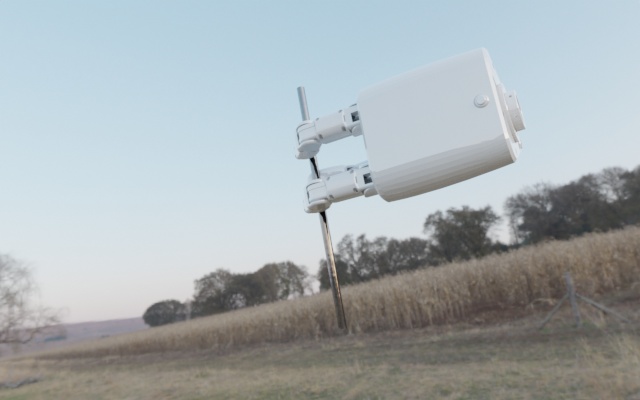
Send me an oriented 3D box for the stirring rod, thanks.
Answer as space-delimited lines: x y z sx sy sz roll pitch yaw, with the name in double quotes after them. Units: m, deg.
0.000 0.002 0.461 0.011 0.239 0.011 -10 -12 -2 "stirring rod"
